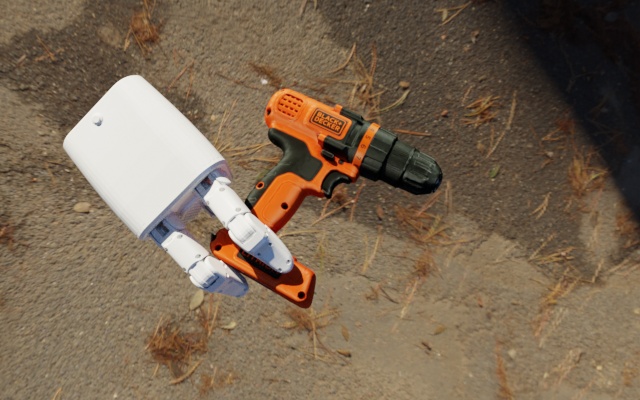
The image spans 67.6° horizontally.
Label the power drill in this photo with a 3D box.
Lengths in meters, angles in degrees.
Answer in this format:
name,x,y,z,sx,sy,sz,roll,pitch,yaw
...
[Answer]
name,x,y,z,sx,sy,sz,roll,pitch,yaw
power drill,0.000,0.002,0.449,0.184,0.187,0.057,26,-16,11
